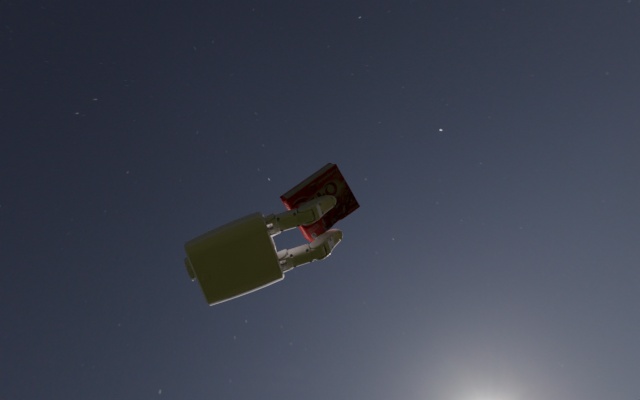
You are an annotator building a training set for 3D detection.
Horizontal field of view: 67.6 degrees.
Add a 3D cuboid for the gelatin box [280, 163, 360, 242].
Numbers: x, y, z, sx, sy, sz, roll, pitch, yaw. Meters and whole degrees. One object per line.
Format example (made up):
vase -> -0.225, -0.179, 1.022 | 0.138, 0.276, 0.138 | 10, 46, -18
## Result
gelatin box -> 0.000, 0.002, 0.665 | 0.089, 0.073, 0.030 | -35, 20, -12
